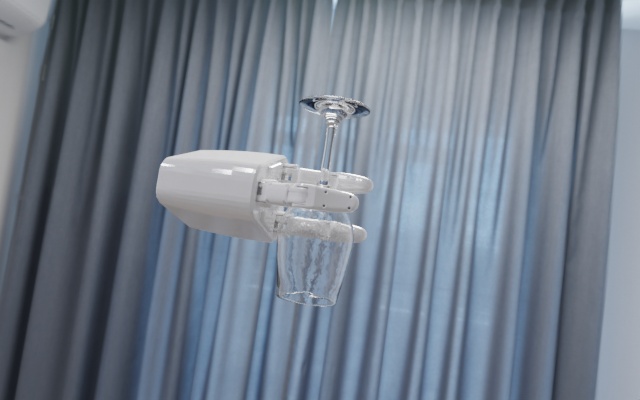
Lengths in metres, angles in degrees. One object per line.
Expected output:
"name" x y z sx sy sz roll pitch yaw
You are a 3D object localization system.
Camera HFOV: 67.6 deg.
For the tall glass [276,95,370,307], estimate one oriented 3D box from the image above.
"tall glass" 0.000 0.001 0.486 0.079 0.201 0.079 8 -4 1
